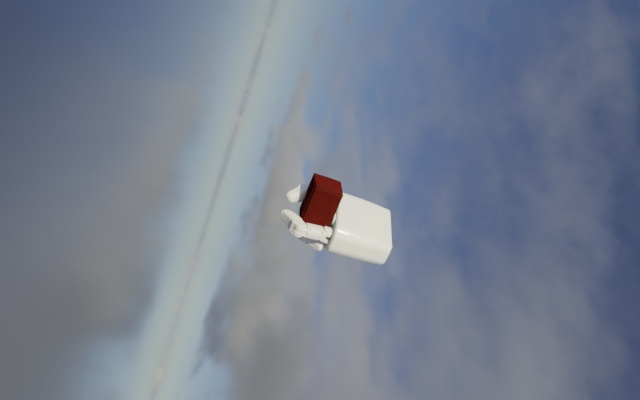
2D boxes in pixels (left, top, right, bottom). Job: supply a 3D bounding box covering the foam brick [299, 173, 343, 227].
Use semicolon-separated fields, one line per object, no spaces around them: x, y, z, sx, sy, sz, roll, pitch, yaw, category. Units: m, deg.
0.000;0.002;0.812;0.051;0.078;0.053;17;27;-11;foam brick
